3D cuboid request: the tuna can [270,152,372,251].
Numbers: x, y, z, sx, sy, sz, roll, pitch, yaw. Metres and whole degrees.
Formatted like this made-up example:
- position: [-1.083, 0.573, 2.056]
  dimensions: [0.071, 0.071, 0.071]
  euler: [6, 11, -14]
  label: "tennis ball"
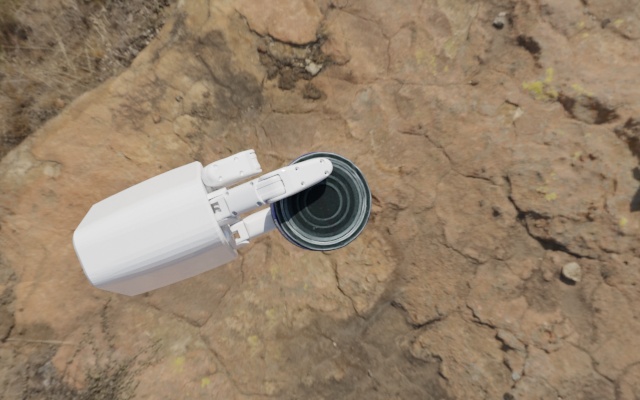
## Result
- position: [0.000, 0.001, 0.413]
  dimensions: [0.086, 0.086, 0.034]
  euler: [0, -4, -10]
  label: "tuna can"
